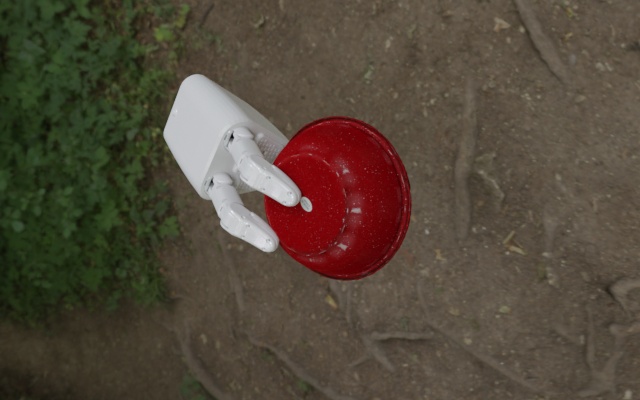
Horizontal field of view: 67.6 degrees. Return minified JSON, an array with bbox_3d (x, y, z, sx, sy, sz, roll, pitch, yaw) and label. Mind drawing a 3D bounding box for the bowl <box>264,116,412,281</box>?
[{"bbox_3d":[0.001,0.002,0.446,0.162,0.162,0.055,0,6,35],"label":"bowl"}]
